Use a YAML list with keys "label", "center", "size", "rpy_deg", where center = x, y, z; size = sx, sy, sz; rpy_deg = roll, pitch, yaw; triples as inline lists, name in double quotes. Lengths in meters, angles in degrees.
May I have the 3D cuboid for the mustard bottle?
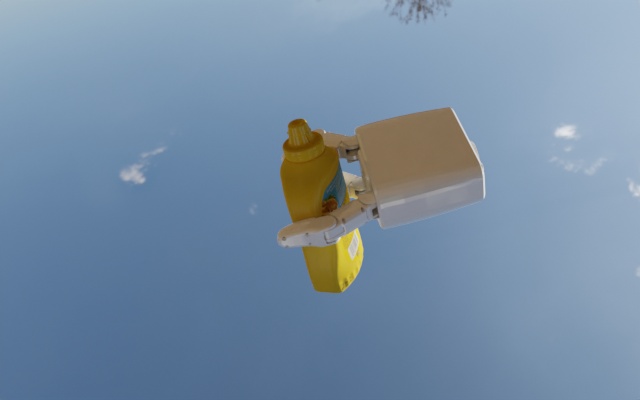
- label: "mustard bottle"
  center: [0.000, 0.002, 0.507]
  size: [0.058, 0.192, 0.096]
  rpy_deg: [1, 38, 22]
